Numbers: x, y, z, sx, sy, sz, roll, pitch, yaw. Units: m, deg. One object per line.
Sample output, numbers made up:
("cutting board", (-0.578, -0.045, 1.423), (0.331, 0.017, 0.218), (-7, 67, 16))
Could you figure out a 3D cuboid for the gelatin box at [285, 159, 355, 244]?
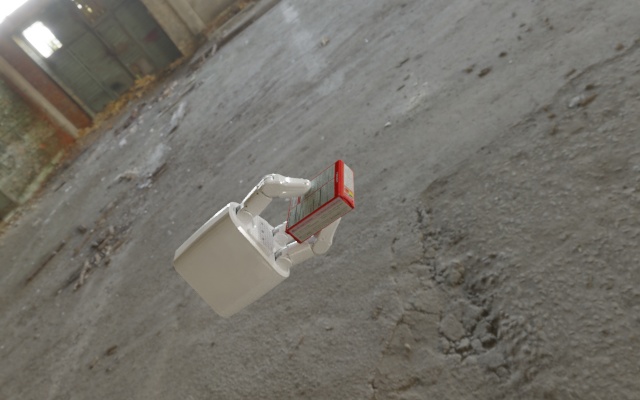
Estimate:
("gelatin box", (0.000, 0.001, 0.580), (0.089, 0.073, 0.030), (-36, -62, 26))
